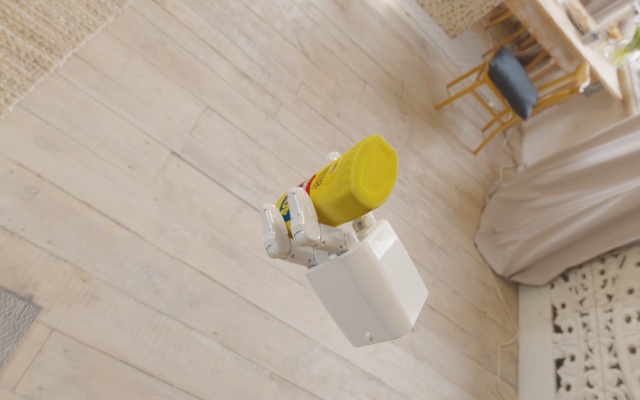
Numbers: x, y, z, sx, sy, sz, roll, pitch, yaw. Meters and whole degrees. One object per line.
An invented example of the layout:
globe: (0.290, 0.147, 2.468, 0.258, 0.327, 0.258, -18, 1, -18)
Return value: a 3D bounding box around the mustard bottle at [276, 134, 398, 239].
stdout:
mustard bottle: (0.000, 0.001, 0.545, 0.058, 0.096, 0.192, 40, -41, -17)
